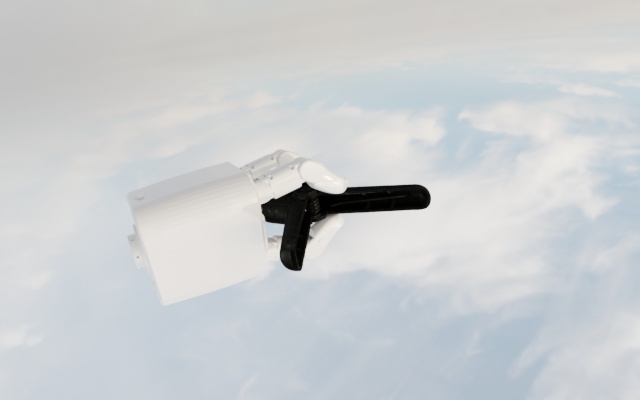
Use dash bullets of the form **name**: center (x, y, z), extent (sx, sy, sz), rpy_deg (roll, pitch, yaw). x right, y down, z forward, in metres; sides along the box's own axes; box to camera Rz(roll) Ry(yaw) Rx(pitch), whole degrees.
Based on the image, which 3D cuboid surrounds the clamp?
- **clamp**: center (0.000, 0.002, 0.507), extent (0.164, 0.036, 0.210), rpy_deg (-19, 22, -21)
